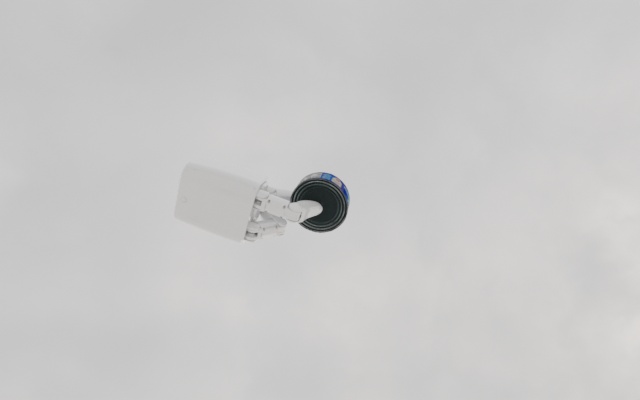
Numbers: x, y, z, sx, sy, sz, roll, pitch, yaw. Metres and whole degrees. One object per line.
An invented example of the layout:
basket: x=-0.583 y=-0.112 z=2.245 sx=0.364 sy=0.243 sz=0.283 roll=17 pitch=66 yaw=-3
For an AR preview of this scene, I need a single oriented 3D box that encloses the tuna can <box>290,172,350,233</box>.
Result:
tuna can: x=0.000 y=0.002 z=0.705 sx=0.086 sy=0.086 sz=0.033 roll=0 pitch=23 yaw=11
